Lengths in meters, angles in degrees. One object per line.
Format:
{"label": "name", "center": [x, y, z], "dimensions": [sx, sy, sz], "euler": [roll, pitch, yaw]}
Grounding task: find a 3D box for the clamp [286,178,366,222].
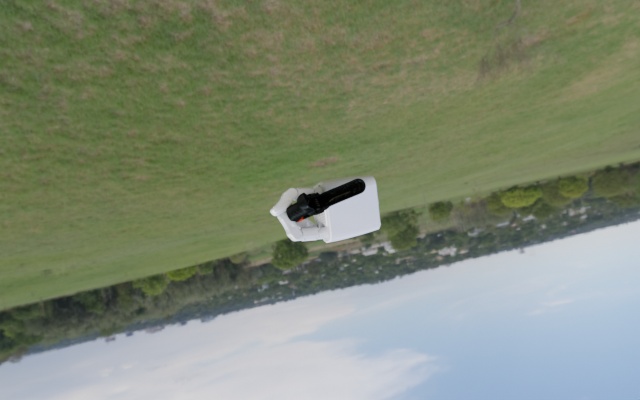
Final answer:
{"label": "clamp", "center": [0.000, 0.003, 0.800], "dimensions": [0.120, 0.039, 0.171], "euler": [-11, -6, -19]}
